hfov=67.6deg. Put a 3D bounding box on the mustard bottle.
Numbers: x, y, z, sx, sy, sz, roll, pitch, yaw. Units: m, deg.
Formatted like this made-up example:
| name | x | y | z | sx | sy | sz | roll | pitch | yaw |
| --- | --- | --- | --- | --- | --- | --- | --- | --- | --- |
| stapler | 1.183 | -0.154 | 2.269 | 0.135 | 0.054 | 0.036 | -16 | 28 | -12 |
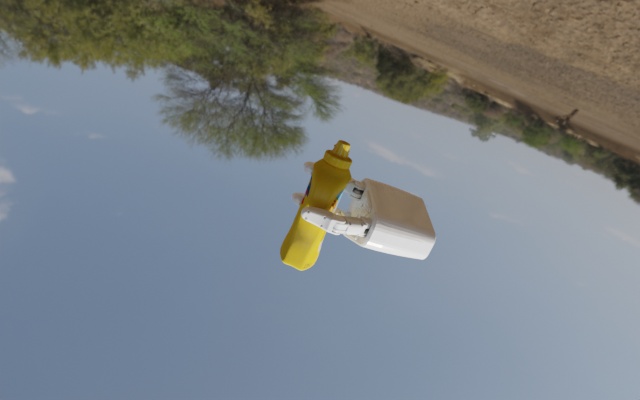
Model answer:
| name | x | y | z | sx | sy | sz | roll | pitch | yaw |
| --- | --- | --- | --- | --- | --- | --- | --- | --- | --- |
| mustard bottle | 0.000 | 0.002 | 0.700 | 0.058 | 0.192 | 0.096 | 24 | 19 | 4 |
